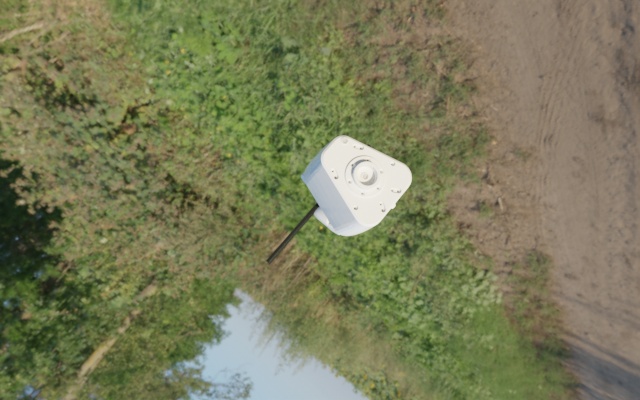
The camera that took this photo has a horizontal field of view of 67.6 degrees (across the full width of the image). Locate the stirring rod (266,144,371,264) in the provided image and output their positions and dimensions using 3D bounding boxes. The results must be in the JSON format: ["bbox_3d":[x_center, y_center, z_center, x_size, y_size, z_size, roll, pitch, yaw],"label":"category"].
[{"bbox_3d":[0.000,0.002,0.723,0.011,0.239,0.011,38,-14,11],"label":"stirring rod"}]
